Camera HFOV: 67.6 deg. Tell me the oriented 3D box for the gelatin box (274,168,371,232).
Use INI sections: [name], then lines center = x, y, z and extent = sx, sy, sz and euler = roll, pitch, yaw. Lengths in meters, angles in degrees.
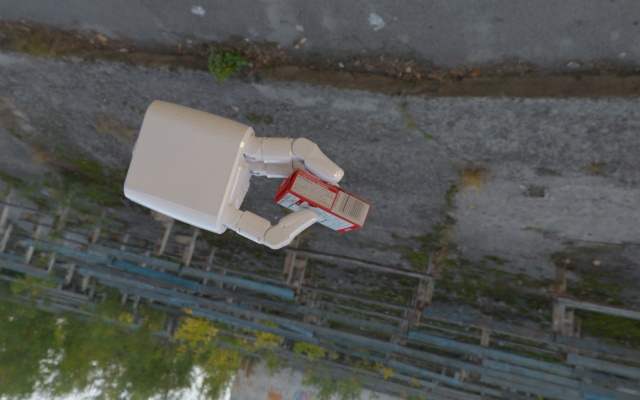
[gelatin box]
center = 0.000, 0.002, 0.516
extent = 0.089, 0.030, 0.073
euler = 26, -14, -10
